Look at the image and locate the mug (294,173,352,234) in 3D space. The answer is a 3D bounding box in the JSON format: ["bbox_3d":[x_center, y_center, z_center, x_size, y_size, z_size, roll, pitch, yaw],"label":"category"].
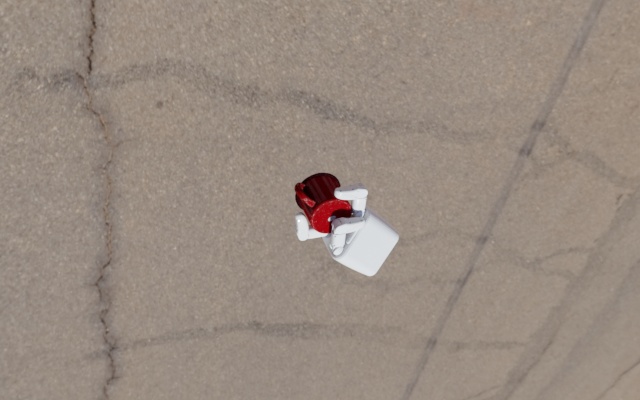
[{"bbox_3d":[-0.001,0.002,0.886,0.117,0.093,0.081,32,19,-38],"label":"mug"}]
